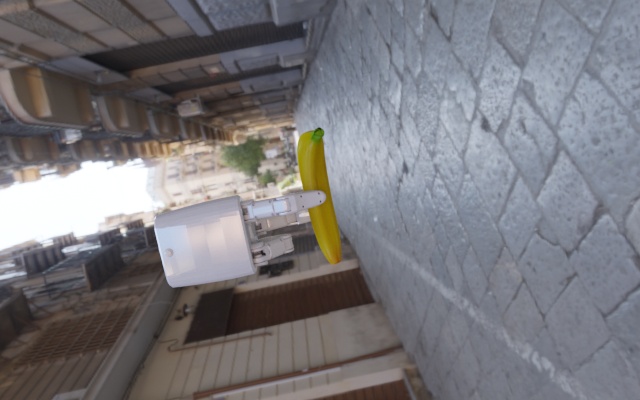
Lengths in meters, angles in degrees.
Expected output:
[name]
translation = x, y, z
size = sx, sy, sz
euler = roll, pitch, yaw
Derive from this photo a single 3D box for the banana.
[banana]
translation = -0.003, -0.010, 0.617
size = 0.037, 0.198, 0.069
euler = -12, 30, -2
